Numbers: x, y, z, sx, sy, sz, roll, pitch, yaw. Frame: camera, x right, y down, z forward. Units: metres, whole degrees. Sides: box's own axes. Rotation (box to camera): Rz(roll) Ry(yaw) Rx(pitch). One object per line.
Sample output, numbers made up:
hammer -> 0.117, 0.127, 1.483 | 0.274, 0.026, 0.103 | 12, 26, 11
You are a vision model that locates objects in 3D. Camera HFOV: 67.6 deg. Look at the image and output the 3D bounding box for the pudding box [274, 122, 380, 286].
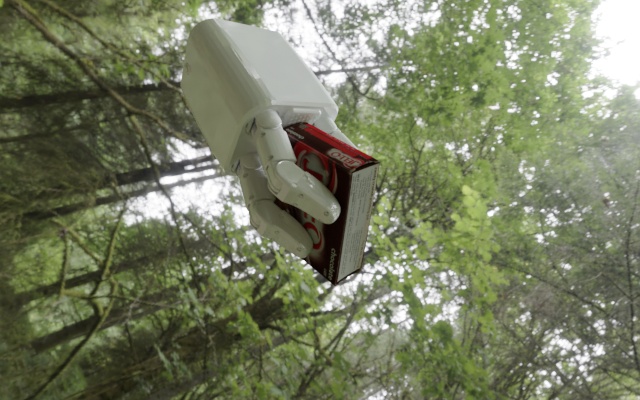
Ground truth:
pudding box -> 0.000, 0.001, 0.407 | 0.039, 0.114, 0.090 | -22, 41, -35
